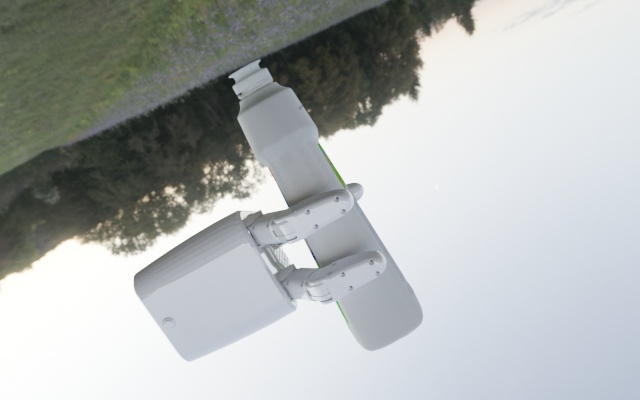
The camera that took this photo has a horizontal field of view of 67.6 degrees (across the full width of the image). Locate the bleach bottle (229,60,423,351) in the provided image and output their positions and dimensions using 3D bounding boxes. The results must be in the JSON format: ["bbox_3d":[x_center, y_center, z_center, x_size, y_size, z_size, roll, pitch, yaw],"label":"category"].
[{"bbox_3d":[0.000,0.001,0.409,0.068,0.251,0.102,-29,13,1],"label":"bleach bottle"}]
